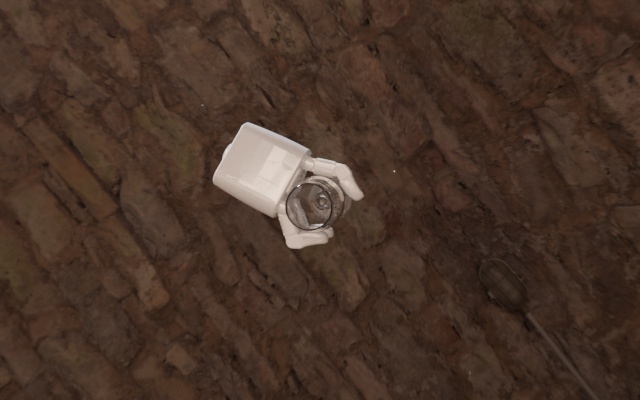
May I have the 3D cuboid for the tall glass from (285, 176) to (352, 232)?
[{"bbox_3d":[0.000,0.002,0.705,0.079,0.079,0.201,0,4,9],"label":"tall glass"}]
